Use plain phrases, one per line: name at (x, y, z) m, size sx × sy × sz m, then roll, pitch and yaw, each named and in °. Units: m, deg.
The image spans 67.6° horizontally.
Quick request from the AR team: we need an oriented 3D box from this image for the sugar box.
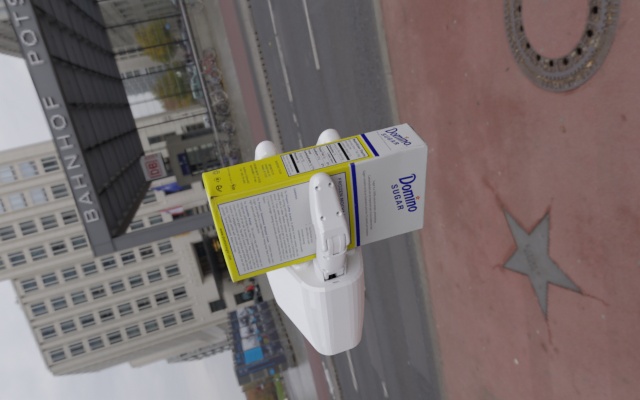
sugar box at (0.000, 0.001, 0.402) m, size 0.176 × 0.093 × 0.048 m, roll -16°, pitch 41°, yaw -11°
